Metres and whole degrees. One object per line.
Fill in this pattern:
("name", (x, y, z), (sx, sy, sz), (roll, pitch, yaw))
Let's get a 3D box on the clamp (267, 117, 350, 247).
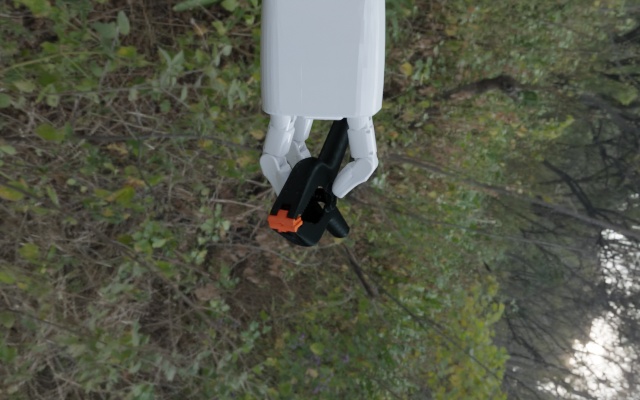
("clamp", (0.001, 0.002, 0.533), (0.036, 0.165, 0.210), (7, 25, 19))
